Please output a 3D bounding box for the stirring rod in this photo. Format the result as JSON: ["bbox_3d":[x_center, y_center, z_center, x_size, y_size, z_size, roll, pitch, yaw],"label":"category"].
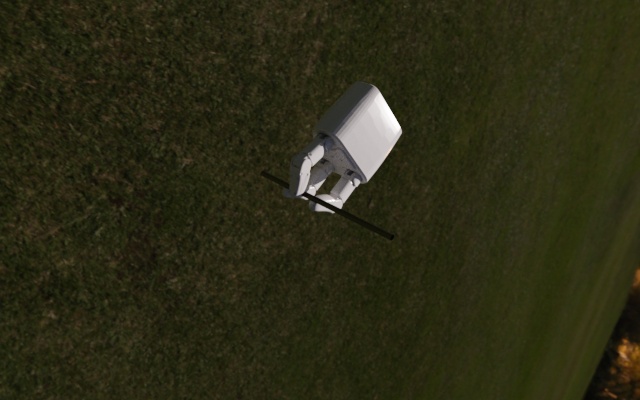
[{"bbox_3d":[0.000,0.002,0.658,0.239,0.011,0.011,26,16,35],"label":"stirring rod"}]
